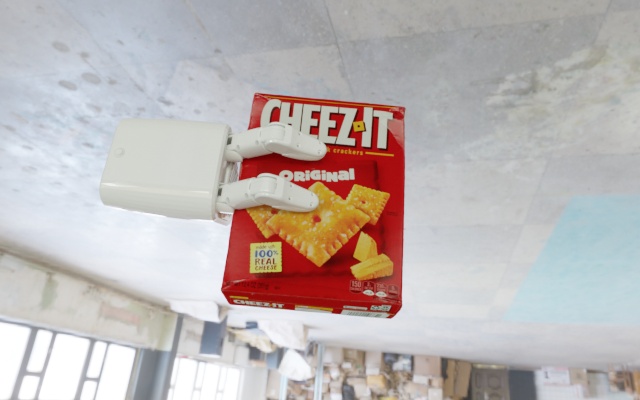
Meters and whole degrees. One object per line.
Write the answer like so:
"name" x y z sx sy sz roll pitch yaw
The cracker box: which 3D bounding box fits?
"cracker box" 0.000 0.002 0.482 0.164 0.213 0.072 6 -23 -1
